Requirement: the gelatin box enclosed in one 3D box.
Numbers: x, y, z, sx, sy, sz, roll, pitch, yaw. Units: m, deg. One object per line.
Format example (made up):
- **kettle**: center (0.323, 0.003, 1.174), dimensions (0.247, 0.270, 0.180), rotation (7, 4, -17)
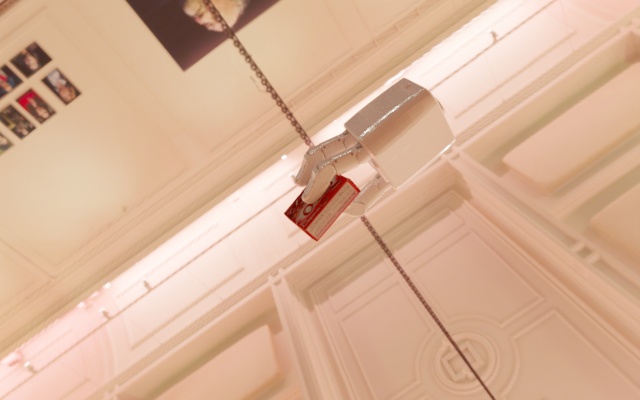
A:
- **gelatin box**: center (0.000, 0.003, 0.630), dimensions (0.030, 0.089, 0.073), rotation (43, -5, -30)
